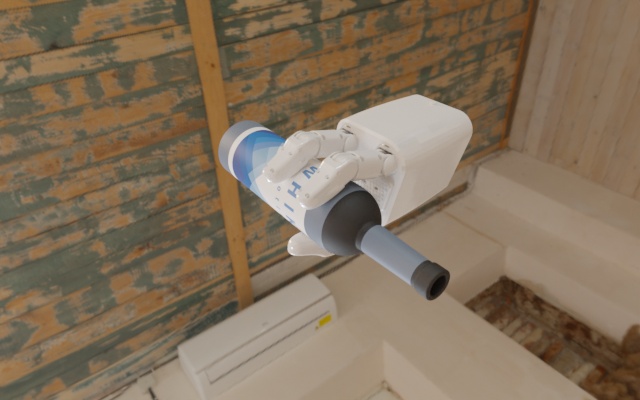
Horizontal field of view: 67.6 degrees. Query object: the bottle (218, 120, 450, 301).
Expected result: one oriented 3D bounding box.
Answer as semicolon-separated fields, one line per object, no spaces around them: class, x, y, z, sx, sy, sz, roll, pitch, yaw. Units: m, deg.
bottle;0.000;0.001;0.459;0.069;0.069;0.295;0;25;-42
